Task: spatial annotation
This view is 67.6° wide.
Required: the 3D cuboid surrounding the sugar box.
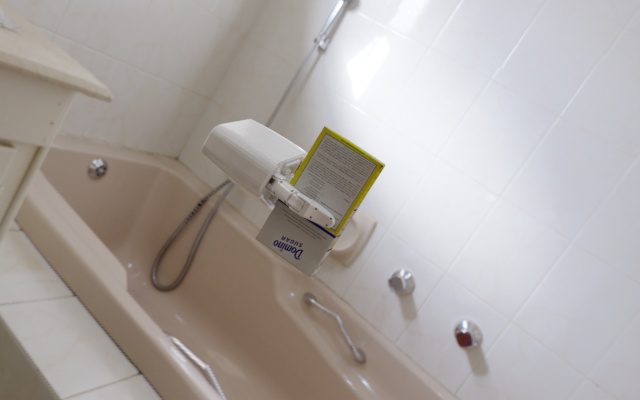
[{"bbox_3d":[0.000,0.002,0.632,0.093,0.176,0.048,34,10,11],"label":"sugar box"}]
